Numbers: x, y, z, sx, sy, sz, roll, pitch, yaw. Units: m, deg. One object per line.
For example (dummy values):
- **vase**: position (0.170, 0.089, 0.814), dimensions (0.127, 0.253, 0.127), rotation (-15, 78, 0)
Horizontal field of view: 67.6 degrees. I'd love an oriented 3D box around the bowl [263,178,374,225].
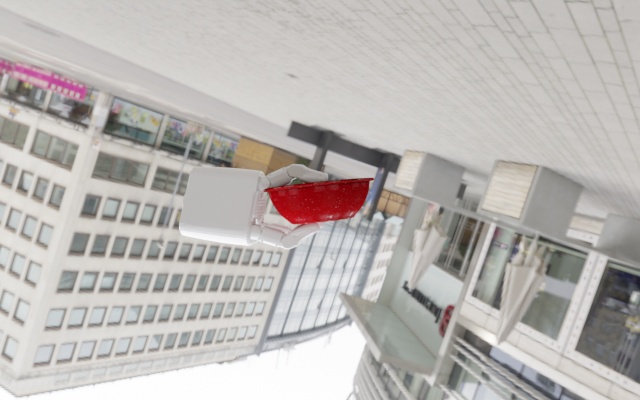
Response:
- **bowl**: position (0.001, 0.003, 0.690), dimensions (0.162, 0.055, 0.162), rotation (-7, 0, 0)
